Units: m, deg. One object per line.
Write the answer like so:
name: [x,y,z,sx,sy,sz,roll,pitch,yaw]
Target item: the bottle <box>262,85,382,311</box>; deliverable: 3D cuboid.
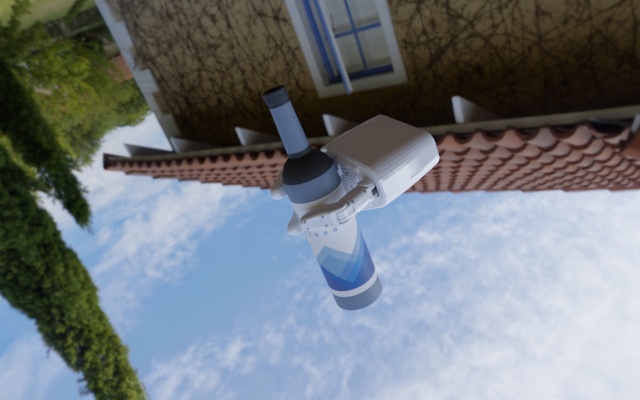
bottle: [0.000,0.002,0.586,0.069,0.296,0.069,-19,24,9]
